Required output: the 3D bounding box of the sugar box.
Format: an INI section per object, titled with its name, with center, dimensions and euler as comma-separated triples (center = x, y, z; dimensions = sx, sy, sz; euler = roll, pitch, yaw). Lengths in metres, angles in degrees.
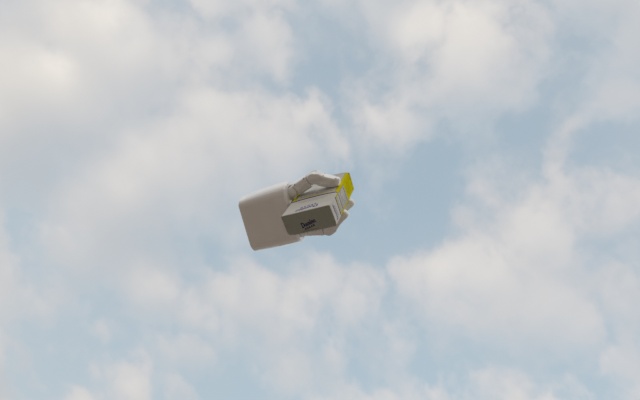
[sugar box]
center = 0.000, 0.003, 0.879
dimensions = 0.093, 0.048, 0.176
euler = -13, 20, 20
